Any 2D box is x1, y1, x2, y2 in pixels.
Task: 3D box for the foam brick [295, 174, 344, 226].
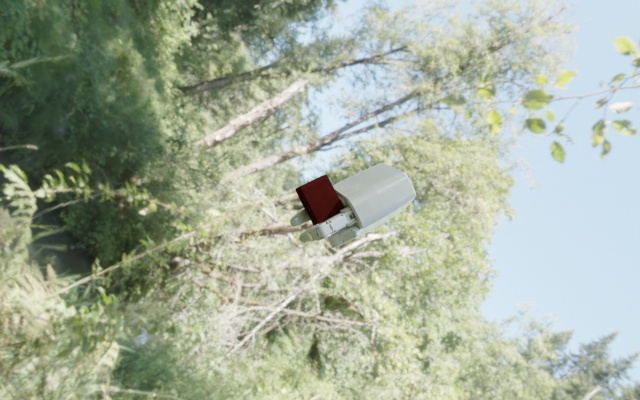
[{"bbox_3d":[0.000,0.002,0.776,0.051,0.078,0.053,-28,5,-9],"label":"foam brick"}]
